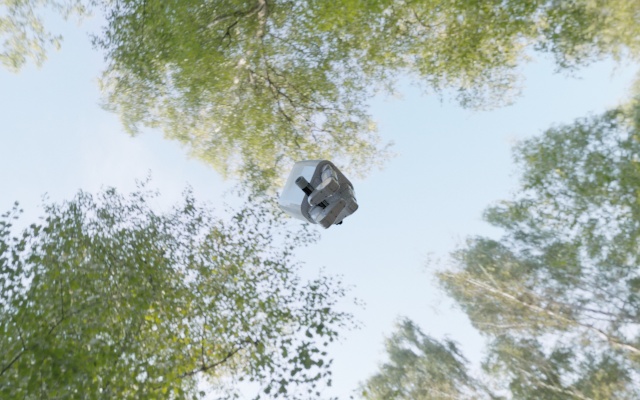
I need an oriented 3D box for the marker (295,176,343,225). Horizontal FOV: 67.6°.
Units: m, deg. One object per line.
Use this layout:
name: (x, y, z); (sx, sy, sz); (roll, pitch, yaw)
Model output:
marker: (0.000, 0.003, 0.848); (0.121, 0.020, 0.020); (46, -24, -26)
